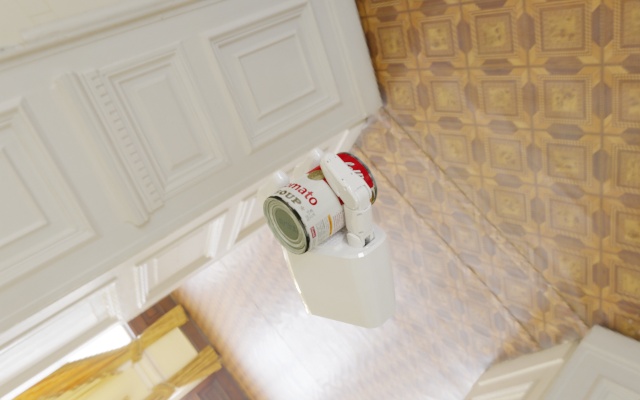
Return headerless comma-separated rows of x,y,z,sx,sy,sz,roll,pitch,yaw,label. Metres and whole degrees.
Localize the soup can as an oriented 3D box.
0.000,0.001,0.493,0.102,0.068,0.068,-34,19,-31,soup can
